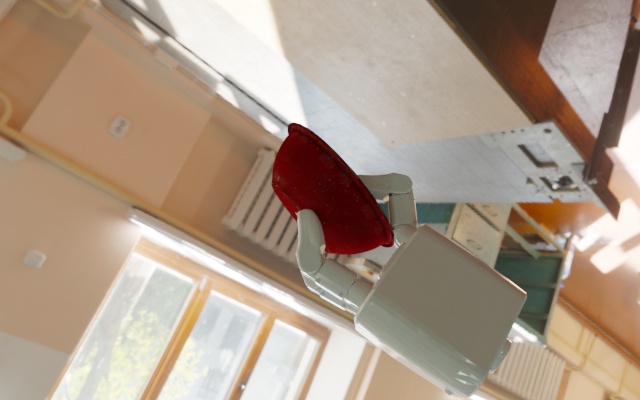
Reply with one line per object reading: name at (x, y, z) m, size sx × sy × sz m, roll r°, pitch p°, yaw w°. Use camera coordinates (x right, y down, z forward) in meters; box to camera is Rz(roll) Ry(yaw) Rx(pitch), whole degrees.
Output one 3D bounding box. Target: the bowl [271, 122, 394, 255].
bowl at (-0.001, 0.001, 0.483) m, size 0.055 × 0.162 × 0.162 m, roll -40°, pitch 7°, yaw -9°
